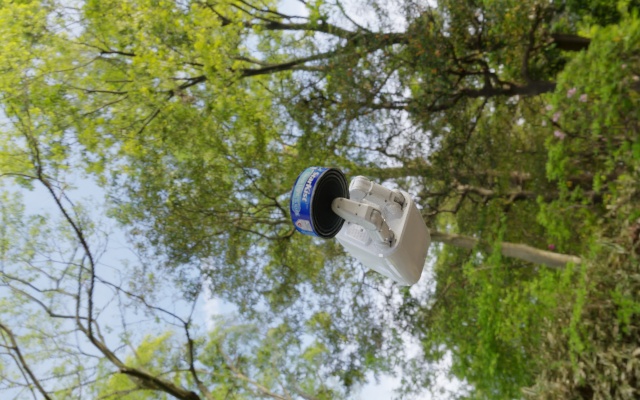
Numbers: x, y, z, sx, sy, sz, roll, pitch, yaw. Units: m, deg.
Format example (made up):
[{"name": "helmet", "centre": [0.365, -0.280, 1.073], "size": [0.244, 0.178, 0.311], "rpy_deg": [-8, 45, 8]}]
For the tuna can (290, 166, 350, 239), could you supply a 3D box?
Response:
[{"name": "tuna can", "centre": [0.000, 0.002, 0.576], "size": [0.034, 0.086, 0.086], "rpy_deg": [8, 4, 32]}]
